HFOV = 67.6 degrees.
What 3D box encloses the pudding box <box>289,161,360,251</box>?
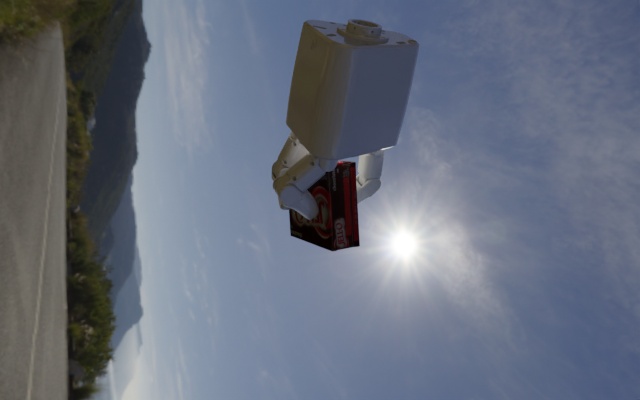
[{"bbox_3d":[0.000,0.002,0.527,0.039,0.090,0.113,-5,7,-24],"label":"pudding box"}]
